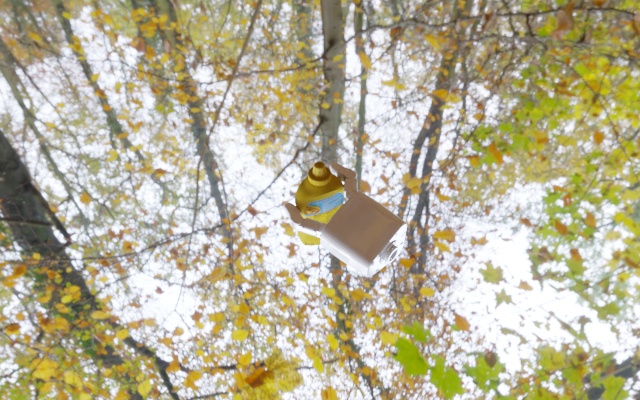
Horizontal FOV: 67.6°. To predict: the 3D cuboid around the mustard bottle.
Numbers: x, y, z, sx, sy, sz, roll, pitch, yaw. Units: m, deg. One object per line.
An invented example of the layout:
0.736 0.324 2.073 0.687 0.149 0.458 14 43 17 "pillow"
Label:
0.000 0.003 0.888 0.096 0.058 0.192 -19 -39 -15 "mustard bottle"
